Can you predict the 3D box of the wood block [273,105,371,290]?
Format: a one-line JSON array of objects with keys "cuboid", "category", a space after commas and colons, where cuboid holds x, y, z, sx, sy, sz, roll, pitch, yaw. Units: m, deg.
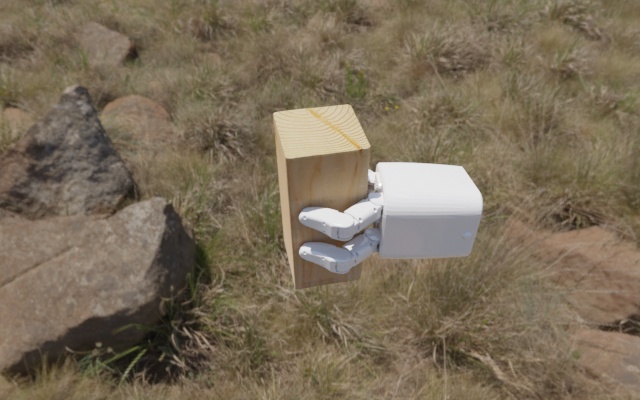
[{"cuboid": [0.000, 0.002, 0.570, 0.090, 0.206, 0.090, -8, 42, -8], "category": "wood block"}]
